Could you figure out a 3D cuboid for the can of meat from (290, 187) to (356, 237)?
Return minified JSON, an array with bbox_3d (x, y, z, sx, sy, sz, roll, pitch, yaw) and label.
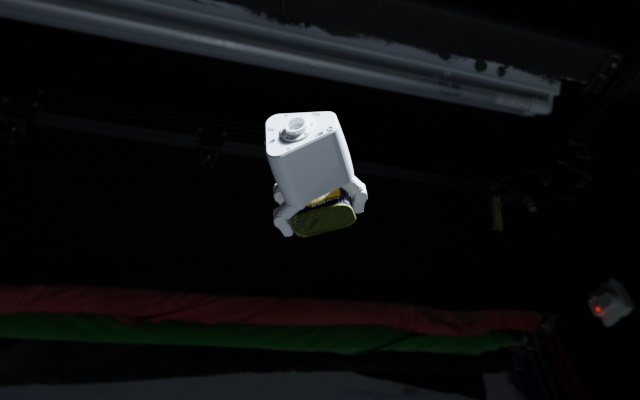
[{"bbox_3d":[0.000,0.002,0.777,0.102,0.083,0.057,-15,-41,9],"label":"can of meat"}]
